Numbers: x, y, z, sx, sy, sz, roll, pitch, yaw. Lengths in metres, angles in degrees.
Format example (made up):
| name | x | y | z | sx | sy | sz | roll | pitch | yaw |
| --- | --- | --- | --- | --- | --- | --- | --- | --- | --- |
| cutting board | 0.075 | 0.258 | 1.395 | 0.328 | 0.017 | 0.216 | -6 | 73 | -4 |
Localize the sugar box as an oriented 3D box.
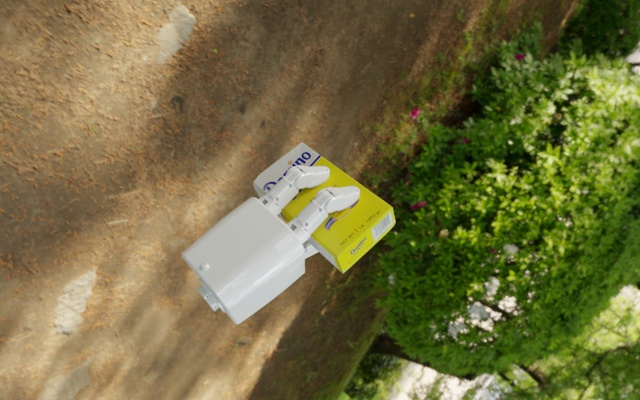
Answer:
| name | x | y | z | sx | sy | sz | roll | pitch | yaw |
| --- | --- | --- | --- | --- | --- | --- | --- | --- | --- |
| sugar box | 0.000 | 0.002 | 0.606 | 0.176 | 0.093 | 0.048 | 39 | -19 | 33 |
